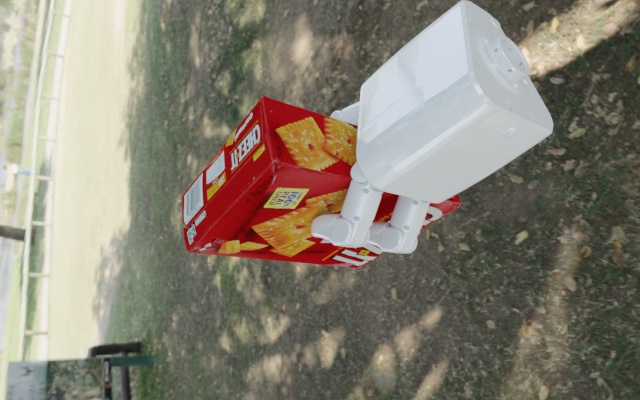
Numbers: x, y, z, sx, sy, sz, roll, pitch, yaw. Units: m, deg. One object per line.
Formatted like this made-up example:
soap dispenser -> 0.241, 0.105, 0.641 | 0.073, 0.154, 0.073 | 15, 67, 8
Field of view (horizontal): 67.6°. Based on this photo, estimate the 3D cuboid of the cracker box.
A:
cracker box -> 0.000, 0.001, 0.457 | 0.214, 0.072, 0.164 | 11, -35, -35
